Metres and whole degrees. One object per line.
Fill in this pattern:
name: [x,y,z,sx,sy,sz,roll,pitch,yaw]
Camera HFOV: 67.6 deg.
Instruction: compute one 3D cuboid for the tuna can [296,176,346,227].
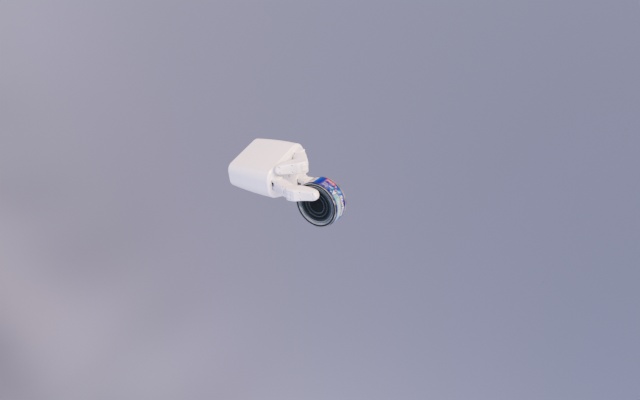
tuna can: [0.000,0.003,0.836,0.086,0.086,0.033,0,22,36]
